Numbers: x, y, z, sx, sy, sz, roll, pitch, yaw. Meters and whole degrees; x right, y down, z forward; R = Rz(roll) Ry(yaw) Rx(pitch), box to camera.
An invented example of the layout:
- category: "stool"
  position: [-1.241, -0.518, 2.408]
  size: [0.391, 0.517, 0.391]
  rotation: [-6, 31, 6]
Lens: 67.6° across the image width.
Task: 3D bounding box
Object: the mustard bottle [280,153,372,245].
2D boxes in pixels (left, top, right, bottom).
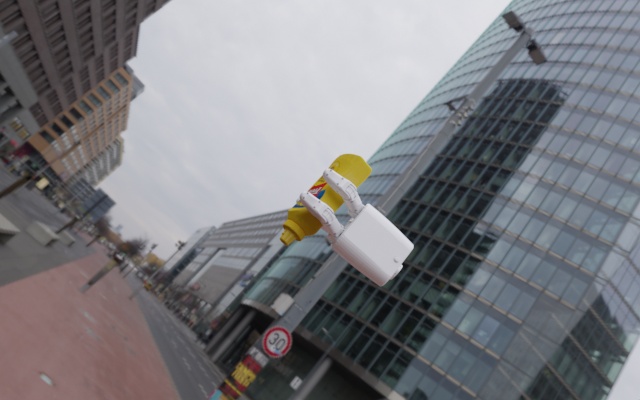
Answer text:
- category: "mustard bottle"
  position: [0.000, 0.002, 0.815]
  size: [0.191, 0.058, 0.096]
  rotation: [-48, 20, -20]
